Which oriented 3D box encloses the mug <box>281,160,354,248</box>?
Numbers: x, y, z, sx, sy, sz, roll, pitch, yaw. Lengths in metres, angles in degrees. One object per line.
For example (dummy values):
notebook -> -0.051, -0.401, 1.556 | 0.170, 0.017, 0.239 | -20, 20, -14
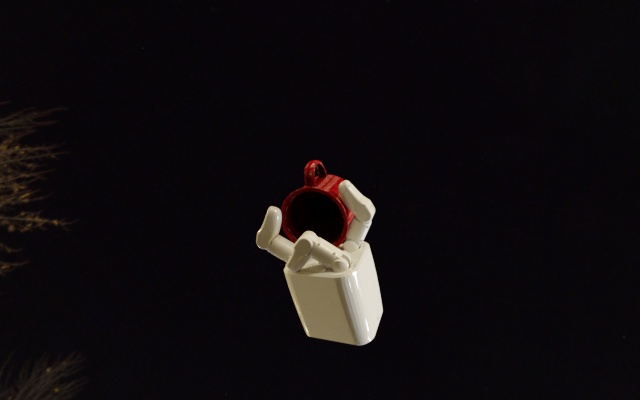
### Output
mug -> 0.000, 0.001, 0.653 | 0.093, 0.117, 0.081 | -7, 18, 21
